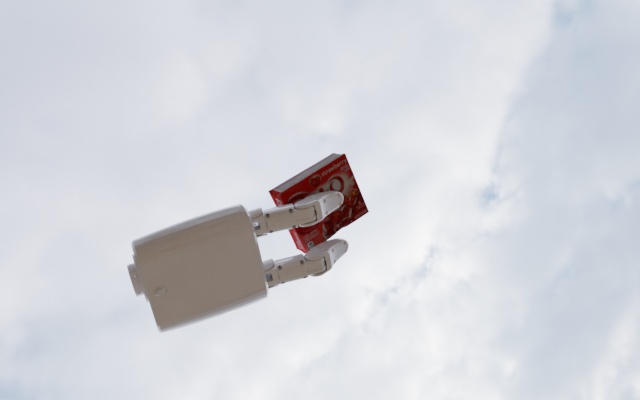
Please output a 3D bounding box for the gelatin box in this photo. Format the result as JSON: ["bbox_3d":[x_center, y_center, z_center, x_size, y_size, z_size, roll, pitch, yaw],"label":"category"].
[{"bbox_3d":[0.000,0.001,0.508,0.089,0.073,0.030,-32,22,-21],"label":"gelatin box"}]
